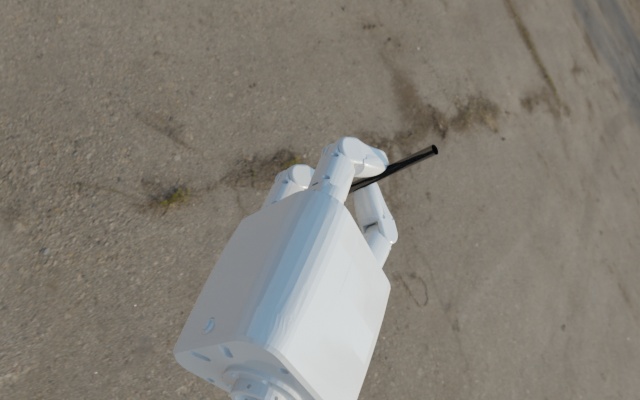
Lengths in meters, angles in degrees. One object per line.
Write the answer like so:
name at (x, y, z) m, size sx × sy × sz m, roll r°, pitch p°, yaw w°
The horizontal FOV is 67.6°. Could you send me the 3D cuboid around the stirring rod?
stirring rod at (0.000, 0.001, 0.421) m, size 0.011 × 0.011 × 0.239 m, roll 0°, pitch -18°, yaw -46°
